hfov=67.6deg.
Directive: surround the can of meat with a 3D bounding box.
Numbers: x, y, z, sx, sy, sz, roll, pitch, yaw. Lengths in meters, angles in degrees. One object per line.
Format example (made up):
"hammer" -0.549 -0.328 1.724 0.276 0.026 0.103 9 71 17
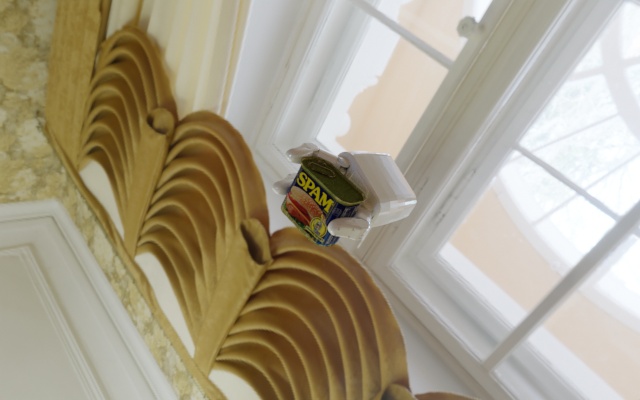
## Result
"can of meat" 0.000 0.002 0.662 0.057 0.084 0.102 -11 47 -48
